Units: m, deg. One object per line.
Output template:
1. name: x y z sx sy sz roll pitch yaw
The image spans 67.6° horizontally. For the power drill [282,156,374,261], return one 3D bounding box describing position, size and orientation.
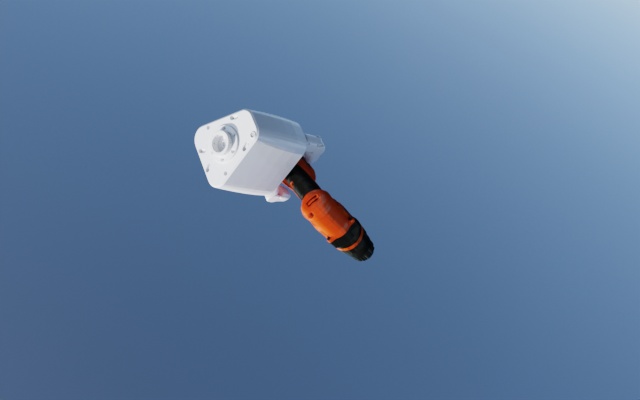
1. power drill: 0.000 0.002 0.741 0.187 0.057 0.184 49 1 40
